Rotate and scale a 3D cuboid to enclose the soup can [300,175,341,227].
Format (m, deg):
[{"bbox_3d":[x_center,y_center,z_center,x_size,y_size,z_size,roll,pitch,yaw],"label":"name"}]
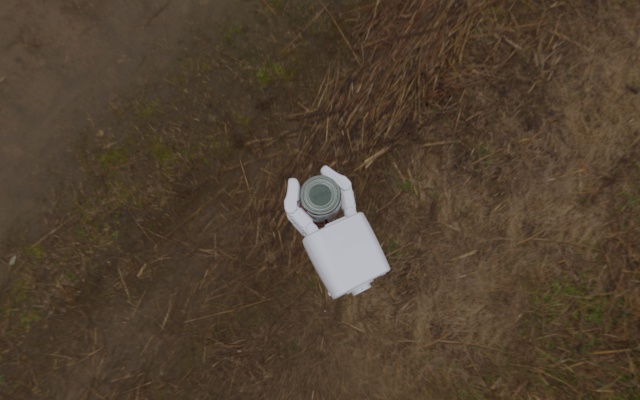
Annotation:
[{"bbox_3d":[0.000,0.002,0.805,0.068,0.068,0.102,0,-13,1],"label":"soup can"}]
